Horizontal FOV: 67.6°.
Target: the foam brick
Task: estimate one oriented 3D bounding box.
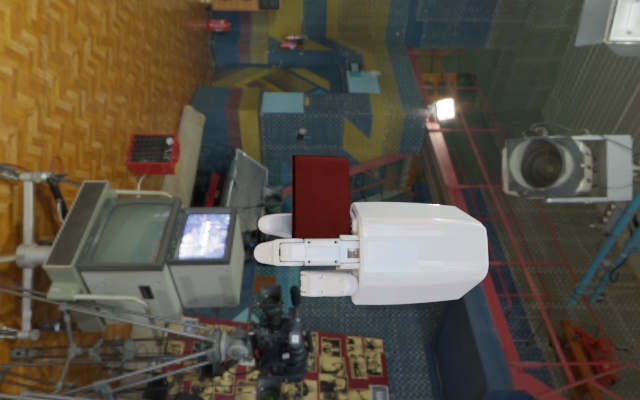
[{"bbox_3d":[0.000,0.001,0.440,0.051,0.078,0.053,-1,-7,0],"label":"foam brick"}]
